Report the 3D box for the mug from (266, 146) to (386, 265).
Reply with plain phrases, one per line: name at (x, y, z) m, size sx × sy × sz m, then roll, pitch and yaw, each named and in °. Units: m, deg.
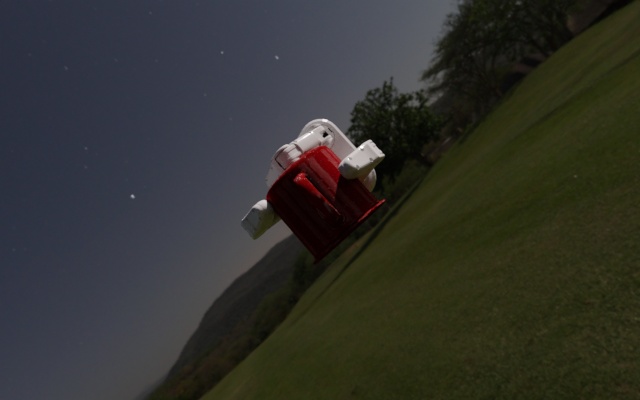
mug at (0.000, 0.001, 0.451) m, size 0.093 × 0.081 × 0.117 m, roll -42°, pitch -6°, yaw 5°
